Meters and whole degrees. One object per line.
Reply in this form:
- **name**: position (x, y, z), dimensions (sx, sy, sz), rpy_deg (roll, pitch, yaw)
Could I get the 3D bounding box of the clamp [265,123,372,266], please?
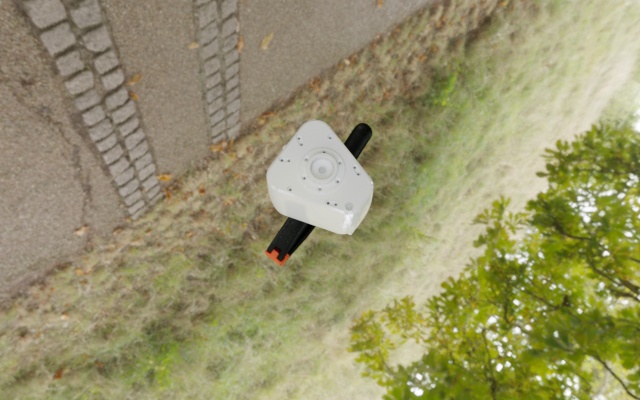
- **clamp**: position (0.000, 0.003, 0.670), dimensions (0.036, 0.210, 0.164), rpy_deg (35, -11, 10)
